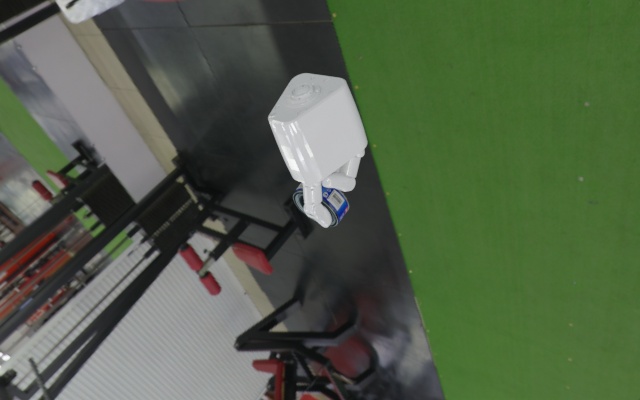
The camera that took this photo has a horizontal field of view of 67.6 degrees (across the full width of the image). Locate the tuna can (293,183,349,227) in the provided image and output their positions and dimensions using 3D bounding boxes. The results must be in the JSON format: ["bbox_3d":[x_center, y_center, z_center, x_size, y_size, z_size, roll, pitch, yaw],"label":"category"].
[{"bbox_3d":[0.000,0.003,0.747,0.086,0.033,0.086,28,-26,15],"label":"tuna can"}]
